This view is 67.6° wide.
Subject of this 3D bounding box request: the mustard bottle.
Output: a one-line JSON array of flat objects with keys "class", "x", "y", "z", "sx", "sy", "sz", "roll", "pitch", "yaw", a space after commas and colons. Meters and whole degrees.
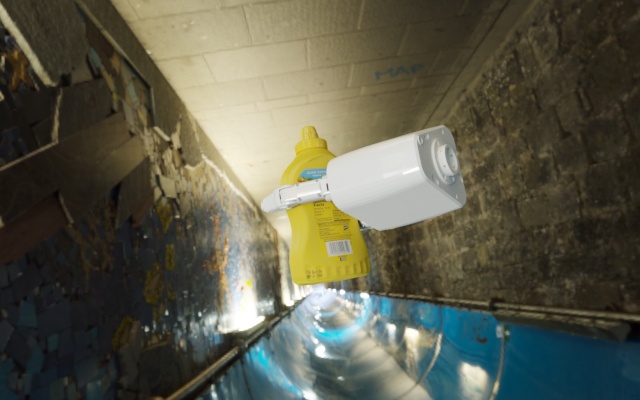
[{"class": "mustard bottle", "x": 0.000, "y": 0.002, "z": 0.578, "sx": 0.096, "sy": 0.191, "sz": 0.058, "roll": -3, "pitch": -12, "yaw": -29}]
